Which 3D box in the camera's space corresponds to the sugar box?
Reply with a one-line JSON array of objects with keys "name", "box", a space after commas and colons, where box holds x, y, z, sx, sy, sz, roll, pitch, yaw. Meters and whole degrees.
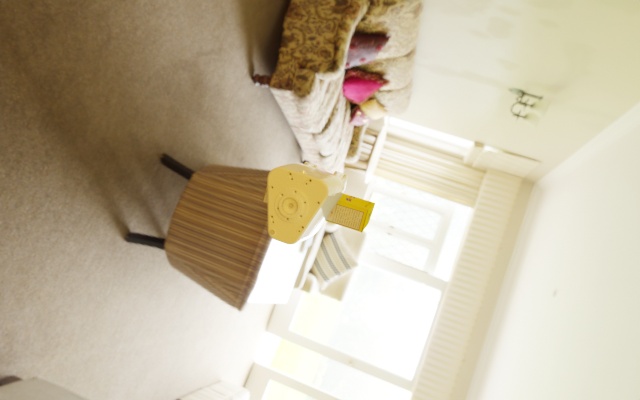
[{"name": "sugar box", "box": [0.000, 0.002, 0.819, 0.176, 0.048, 0.093, 19, 11, 10]}]
